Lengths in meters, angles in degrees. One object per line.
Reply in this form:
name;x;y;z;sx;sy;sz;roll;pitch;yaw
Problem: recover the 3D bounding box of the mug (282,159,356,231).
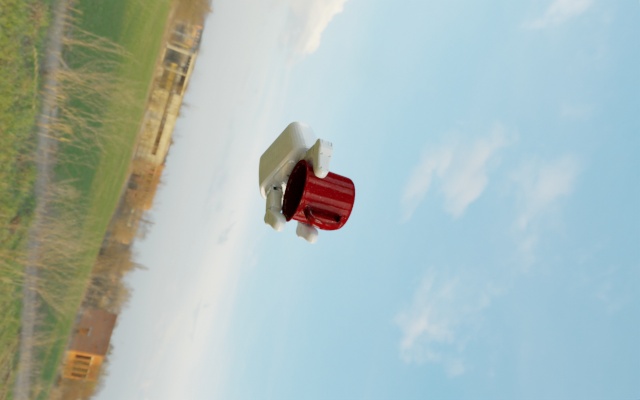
mug;0.001;0.003;0.684;0.081;0.093;0.117;16;29;-20
